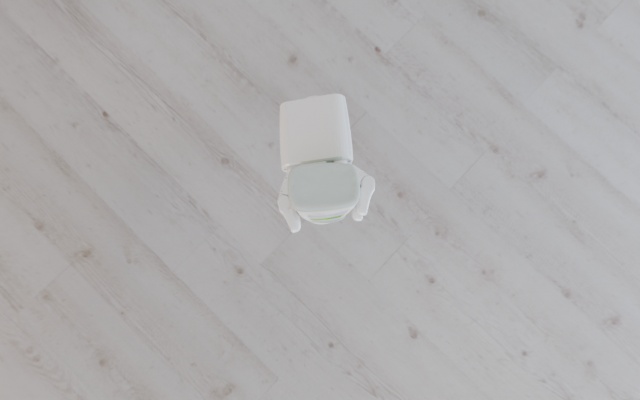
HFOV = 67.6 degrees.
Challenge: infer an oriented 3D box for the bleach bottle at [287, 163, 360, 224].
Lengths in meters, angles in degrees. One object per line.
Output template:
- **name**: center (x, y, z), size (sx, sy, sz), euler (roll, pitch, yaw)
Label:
- **bleach bottle**: center (0.000, 0.003, 0.763), size (0.102, 0.068, 0.251), euler (-4, -10, -4)
